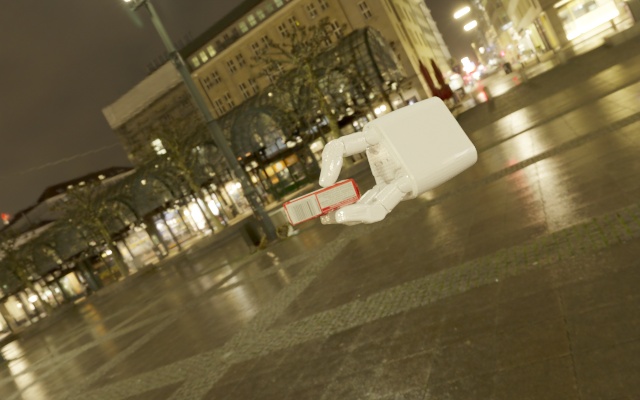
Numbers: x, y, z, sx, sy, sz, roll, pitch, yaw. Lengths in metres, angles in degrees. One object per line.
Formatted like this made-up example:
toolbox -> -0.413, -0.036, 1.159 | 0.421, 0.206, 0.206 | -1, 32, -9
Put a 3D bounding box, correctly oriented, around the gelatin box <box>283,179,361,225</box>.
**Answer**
gelatin box -> 0.000, 0.002, 0.591 | 0.089, 0.030, 0.073 | -21, 2, -6
